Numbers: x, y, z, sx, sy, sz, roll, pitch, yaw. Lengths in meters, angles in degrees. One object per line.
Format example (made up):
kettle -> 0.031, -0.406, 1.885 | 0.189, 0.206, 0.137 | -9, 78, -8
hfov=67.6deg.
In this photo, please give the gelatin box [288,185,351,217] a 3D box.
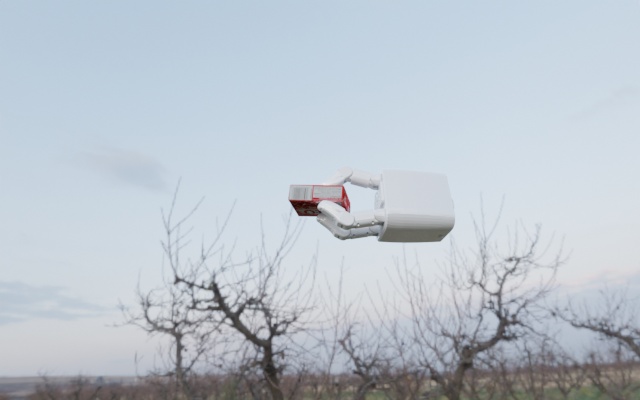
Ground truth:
gelatin box -> 0.000, 0.002, 0.762 | 0.089, 0.030, 0.073 | 2, -21, 11
